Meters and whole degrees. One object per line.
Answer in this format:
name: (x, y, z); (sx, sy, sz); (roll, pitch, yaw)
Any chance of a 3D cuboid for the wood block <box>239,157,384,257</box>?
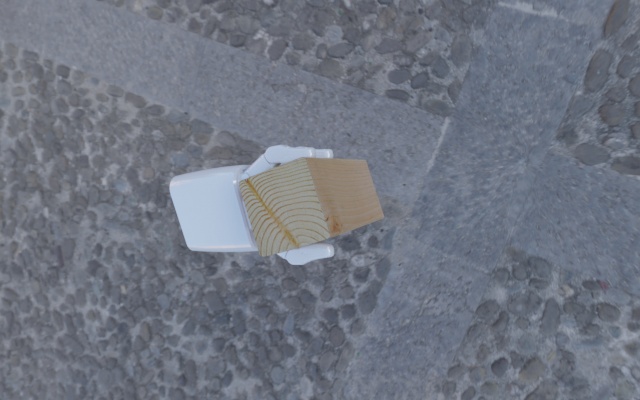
wood block: (0.000, 0.002, 0.601); (0.090, 0.091, 0.206); (-18, -3, 23)
